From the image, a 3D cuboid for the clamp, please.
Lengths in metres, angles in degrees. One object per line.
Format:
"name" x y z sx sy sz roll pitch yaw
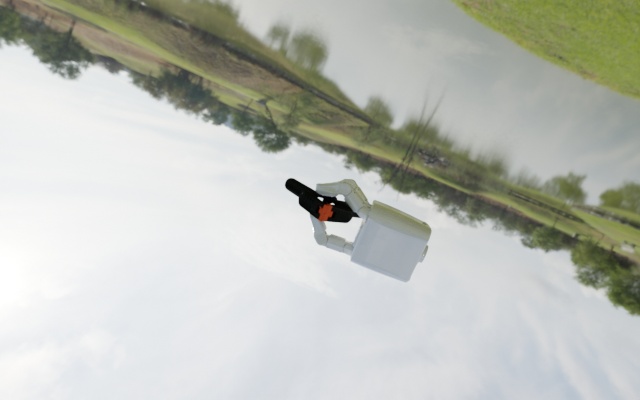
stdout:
"clamp" 0.000 0.004 0.823 0.164 0.036 0.210 21 7 5
